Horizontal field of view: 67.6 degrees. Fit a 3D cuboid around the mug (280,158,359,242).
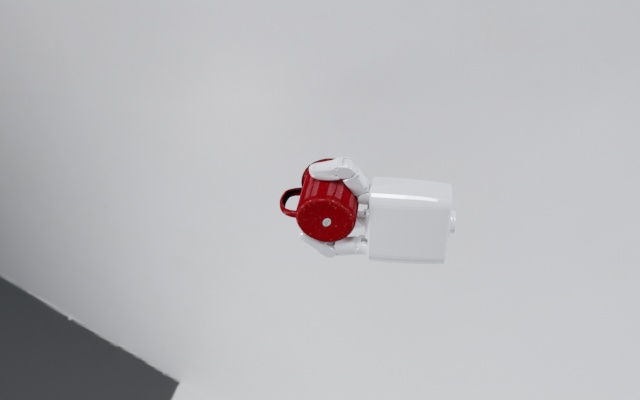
[{"bbox_3d":[-0.001,0.002,0.661,0.117,0.093,0.081,2,40,10],"label":"mug"}]
